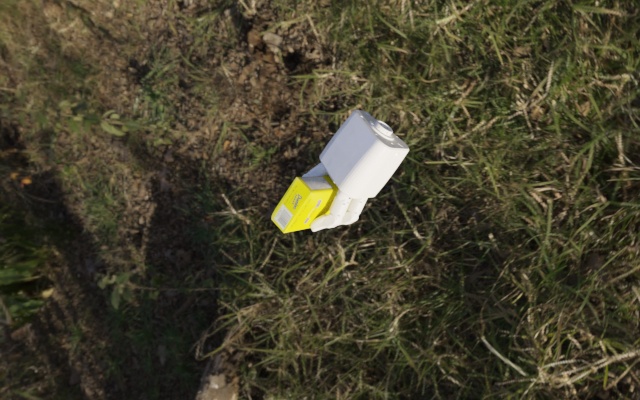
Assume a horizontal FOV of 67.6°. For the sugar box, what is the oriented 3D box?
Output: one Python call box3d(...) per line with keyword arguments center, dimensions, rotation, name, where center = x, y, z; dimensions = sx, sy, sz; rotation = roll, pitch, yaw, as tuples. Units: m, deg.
box3d(center=(0.000, 0.003, 0.842), dimensions=(0.048, 0.093, 0.176), rotation=(48, 28, 24), name="sugar box")
